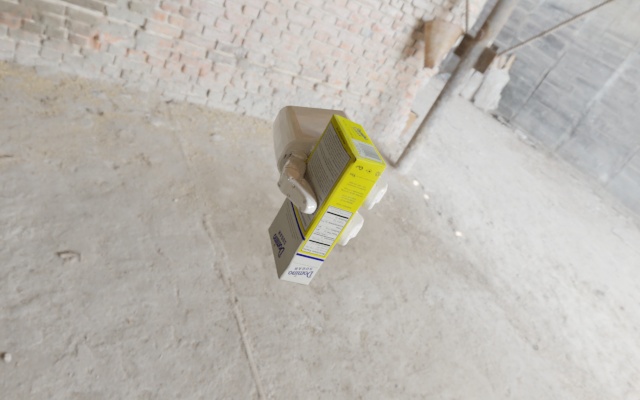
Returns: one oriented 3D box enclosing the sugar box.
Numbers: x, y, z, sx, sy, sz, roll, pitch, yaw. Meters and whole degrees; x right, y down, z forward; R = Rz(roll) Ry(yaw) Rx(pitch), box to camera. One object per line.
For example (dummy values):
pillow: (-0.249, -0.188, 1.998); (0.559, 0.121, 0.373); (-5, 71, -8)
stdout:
sugar box: (0.001, 0.002, 0.542); (0.048, 0.176, 0.093); (15, 32, -25)
